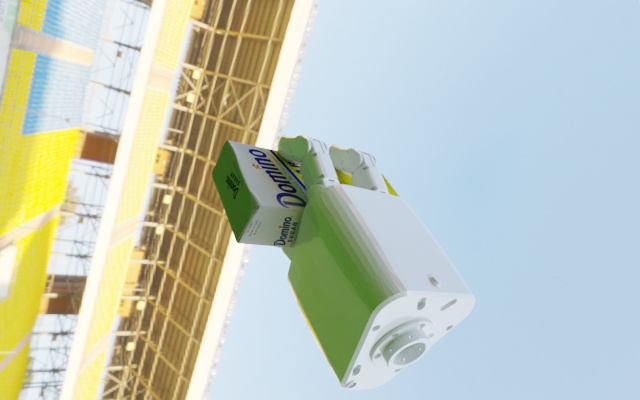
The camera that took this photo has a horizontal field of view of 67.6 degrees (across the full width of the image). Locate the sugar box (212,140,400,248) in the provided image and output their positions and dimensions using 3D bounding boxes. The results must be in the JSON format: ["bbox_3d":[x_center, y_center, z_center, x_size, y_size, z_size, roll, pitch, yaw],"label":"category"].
[{"bbox_3d":[0.000,0.001,0.429,0.176,0.048,0.093,11,32,-36],"label":"sugar box"}]
